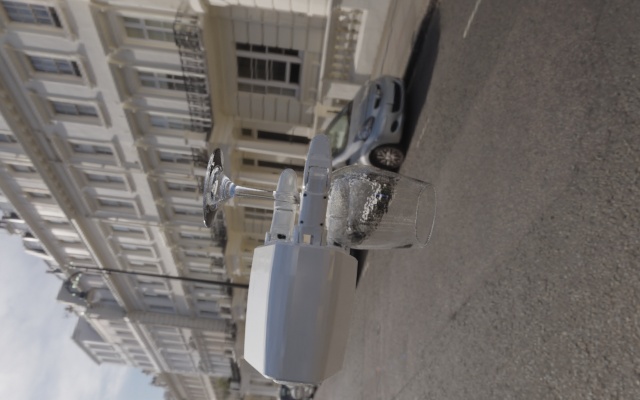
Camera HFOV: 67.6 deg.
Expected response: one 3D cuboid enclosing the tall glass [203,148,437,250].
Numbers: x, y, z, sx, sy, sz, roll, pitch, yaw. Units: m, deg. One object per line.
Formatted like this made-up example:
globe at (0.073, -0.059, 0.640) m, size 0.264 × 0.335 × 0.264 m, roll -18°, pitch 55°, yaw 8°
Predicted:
tall glass at (-0.001, 0.001, 0.441) m, size 0.201 × 0.079 × 0.079 m, roll 7°, pitch 0°, yaw -2°
